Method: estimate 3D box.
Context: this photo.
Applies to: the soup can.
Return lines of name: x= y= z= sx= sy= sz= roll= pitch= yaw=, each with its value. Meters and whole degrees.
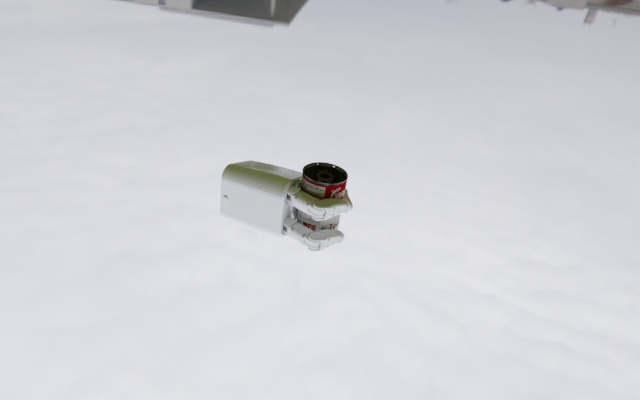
soup can: x=0.001 y=0.003 z=0.723 sx=0.068 sy=0.102 sz=0.068 roll=7 pitch=30 yaw=-4
